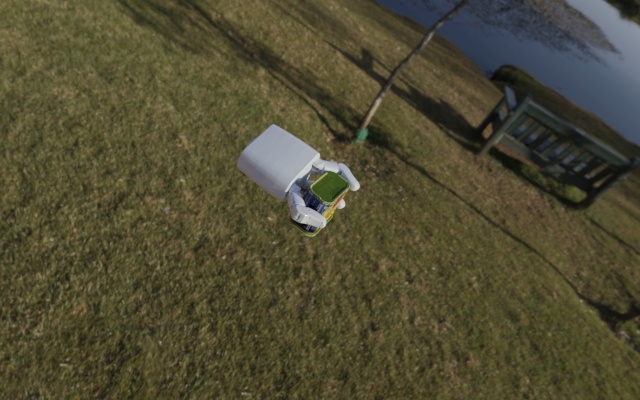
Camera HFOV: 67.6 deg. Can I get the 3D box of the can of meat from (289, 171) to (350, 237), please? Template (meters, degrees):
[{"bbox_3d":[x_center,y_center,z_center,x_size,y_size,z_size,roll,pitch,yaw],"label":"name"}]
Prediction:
[{"bbox_3d":[0.000,0.003,0.856,0.057,0.084,0.102,37,37,8],"label":"can of meat"}]
